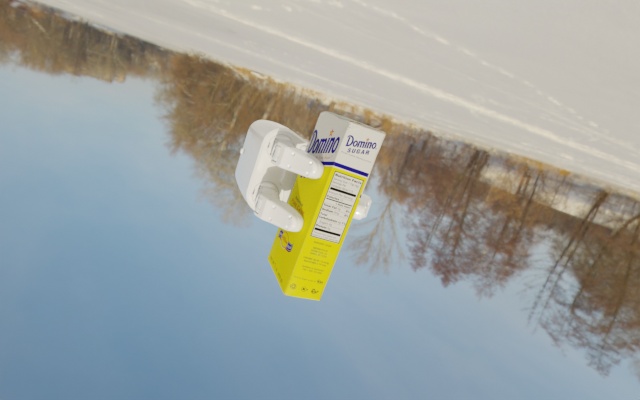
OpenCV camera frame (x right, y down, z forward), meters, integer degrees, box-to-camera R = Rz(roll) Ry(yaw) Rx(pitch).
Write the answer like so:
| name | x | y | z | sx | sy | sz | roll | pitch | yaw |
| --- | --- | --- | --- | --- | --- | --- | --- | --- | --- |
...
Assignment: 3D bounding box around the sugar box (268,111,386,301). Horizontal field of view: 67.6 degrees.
| name | x | y | z | sx | sy | sz | roll | pitch | yaw |
| --- | --- | --- | --- | --- | --- | --- | --- | --- | --- |
| sugar box | -0.001 | 0.002 | 0.483 | 0.048 | 0.176 | 0.093 | 14 | 11 | -21 |
